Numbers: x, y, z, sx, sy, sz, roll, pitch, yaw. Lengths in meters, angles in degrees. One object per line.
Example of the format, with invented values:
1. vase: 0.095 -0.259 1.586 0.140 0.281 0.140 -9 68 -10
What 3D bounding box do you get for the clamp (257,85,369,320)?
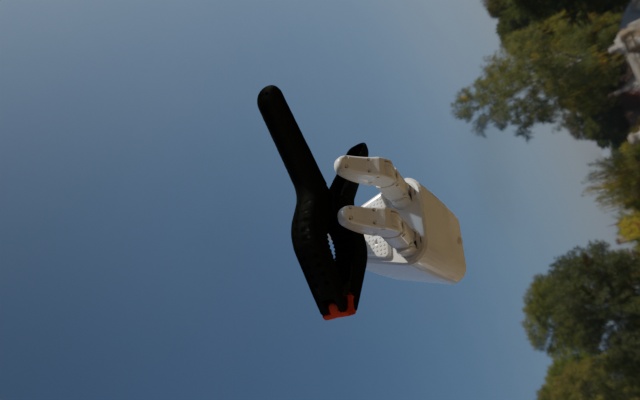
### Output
1. clamp: 0.000 0.002 0.446 0.036 0.209 0.165 -22 -34 33
